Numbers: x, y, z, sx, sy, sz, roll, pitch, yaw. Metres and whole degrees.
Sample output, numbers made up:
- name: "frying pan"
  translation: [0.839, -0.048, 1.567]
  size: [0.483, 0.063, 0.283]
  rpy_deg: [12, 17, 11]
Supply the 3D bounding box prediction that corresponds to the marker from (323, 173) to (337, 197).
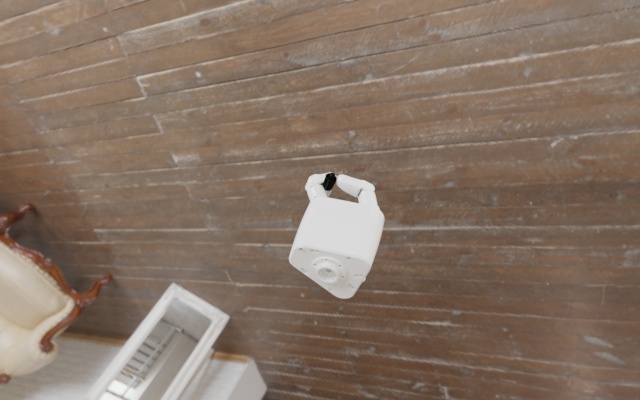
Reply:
- name: "marker"
  translation: [0.000, 0.002, 0.767]
  size: [0.020, 0.020, 0.121]
  rpy_deg: [0, -44, -26]
